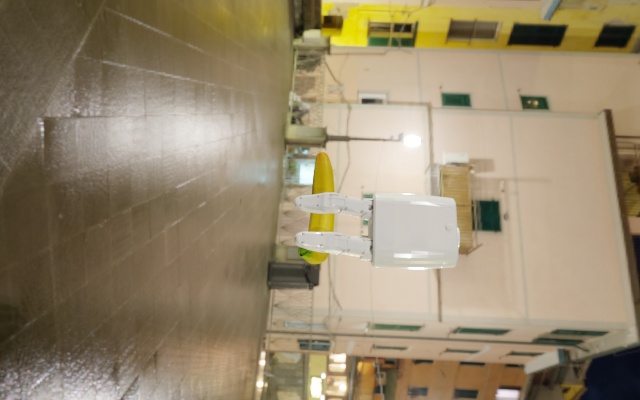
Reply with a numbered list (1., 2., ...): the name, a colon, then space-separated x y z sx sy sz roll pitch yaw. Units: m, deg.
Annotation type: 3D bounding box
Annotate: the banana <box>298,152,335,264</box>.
1. banana: 0.001 0.018 0.668 0.037 0.197 0.070 1 -44 6
